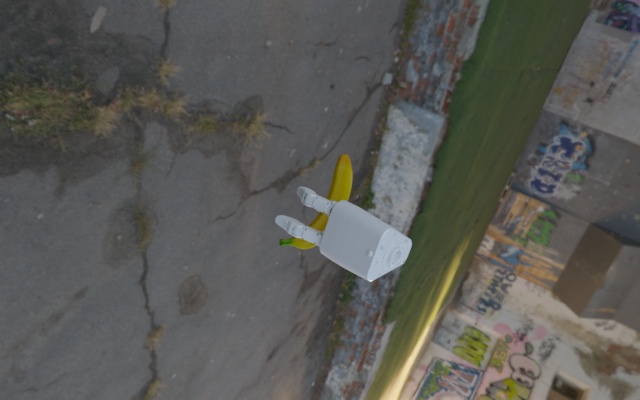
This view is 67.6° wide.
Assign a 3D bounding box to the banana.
[{"bbox_3d":[0.010,0.014,0.849,0.070,0.198,0.037,36,-2,-38],"label":"banana"}]
